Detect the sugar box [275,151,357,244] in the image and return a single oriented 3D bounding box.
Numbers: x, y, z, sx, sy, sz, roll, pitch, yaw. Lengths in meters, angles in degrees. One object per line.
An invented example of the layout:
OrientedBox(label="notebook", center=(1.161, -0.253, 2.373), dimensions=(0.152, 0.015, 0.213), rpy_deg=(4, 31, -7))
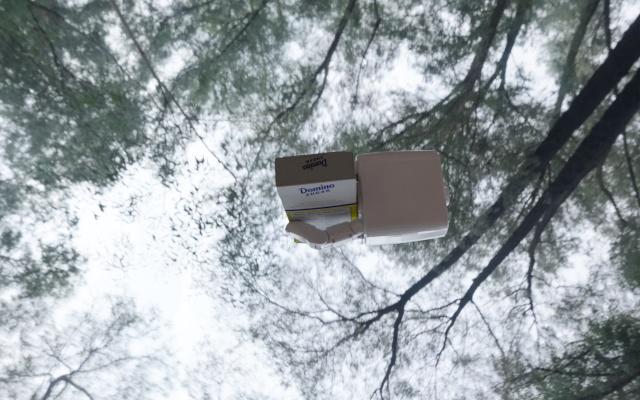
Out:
OrientedBox(label="sugar box", center=(0.000, 0.002, 0.616), dimensions=(0.093, 0.048, 0.176), rpy_deg=(-5, -30, 2))
